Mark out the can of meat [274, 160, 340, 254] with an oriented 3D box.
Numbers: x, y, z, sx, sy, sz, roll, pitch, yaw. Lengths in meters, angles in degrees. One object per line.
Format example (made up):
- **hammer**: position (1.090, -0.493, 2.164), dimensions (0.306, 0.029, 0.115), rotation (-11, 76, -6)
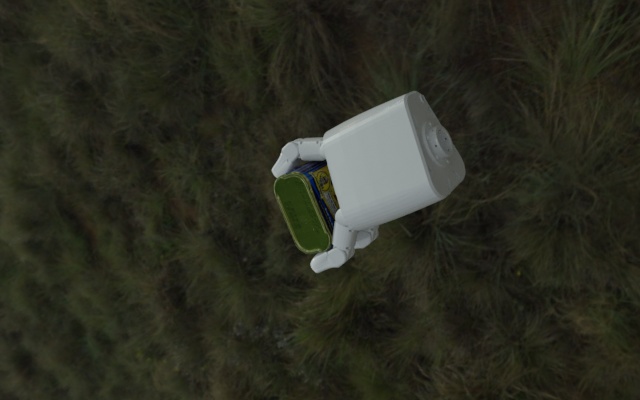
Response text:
- **can of meat**: position (0.000, 0.002, 0.562), dimensions (0.057, 0.102, 0.084), rotation (-16, 10, 38)
